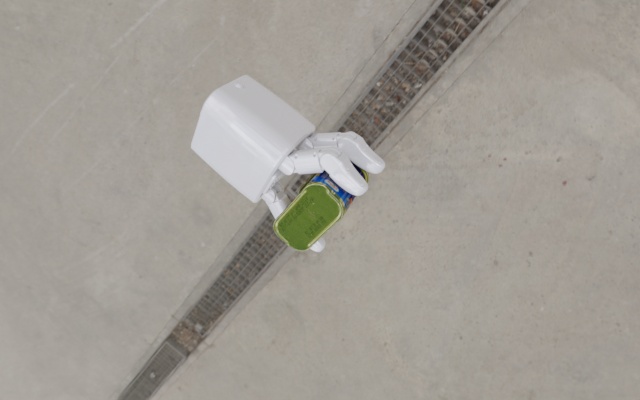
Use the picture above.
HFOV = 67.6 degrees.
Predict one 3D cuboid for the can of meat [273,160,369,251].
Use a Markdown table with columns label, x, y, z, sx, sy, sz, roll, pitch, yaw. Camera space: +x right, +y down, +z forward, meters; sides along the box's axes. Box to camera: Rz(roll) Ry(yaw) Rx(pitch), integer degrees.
| label | x | y | z | sx | sy | sz | roll | pitch | yaw |
| --- | --- | --- | --- | --- | --- | --- | --- | --- | --- |
| can of meat | 0.000 | 0.002 | 0.555 | 0.102 | 0.057 | 0.084 | -46 | 3 | 36 |
